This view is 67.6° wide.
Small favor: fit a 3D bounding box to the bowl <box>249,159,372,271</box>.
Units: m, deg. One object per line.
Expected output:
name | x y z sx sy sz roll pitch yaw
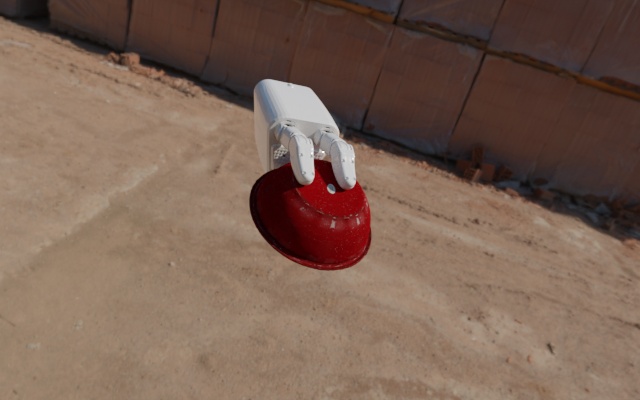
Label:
bowl | 0.001 0.003 0.568 0.162 0.162 0.055 0 -40 -31
